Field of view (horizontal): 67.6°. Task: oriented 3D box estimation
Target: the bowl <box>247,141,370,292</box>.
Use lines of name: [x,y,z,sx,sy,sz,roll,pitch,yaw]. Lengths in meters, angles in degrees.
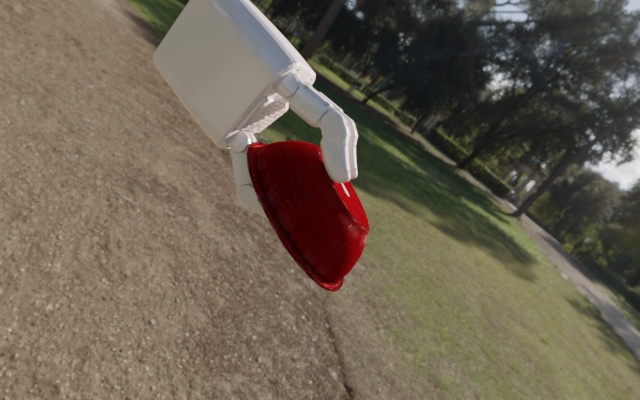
bowl: [0.001,0.002,0.450,0.055,0.162,0.162,-30,-7,13]
